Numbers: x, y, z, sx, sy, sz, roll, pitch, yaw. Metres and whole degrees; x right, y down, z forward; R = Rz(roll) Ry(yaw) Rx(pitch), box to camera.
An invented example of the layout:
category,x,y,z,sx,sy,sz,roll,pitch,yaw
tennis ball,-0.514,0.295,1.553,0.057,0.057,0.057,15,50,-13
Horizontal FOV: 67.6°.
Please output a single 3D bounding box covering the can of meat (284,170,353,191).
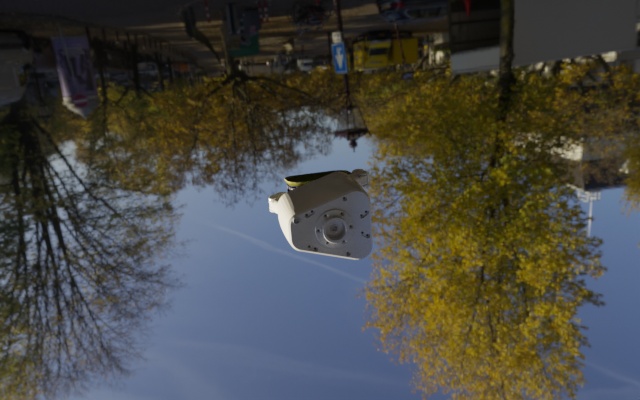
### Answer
category,x,y,z,sx,sy,sz,roll,pitch,yaw
can of meat,0.000,0.003,0.736,0.102,0.084,0.057,-8,14,-13
